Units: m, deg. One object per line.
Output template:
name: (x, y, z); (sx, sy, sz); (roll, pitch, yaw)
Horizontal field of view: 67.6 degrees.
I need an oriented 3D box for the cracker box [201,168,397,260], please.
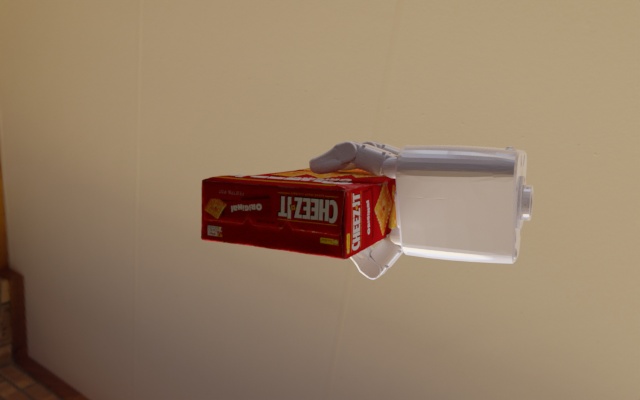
cracker box: (0.000, 0.002, 0.533); (0.164, 0.072, 0.213); (4, 8, 28)
